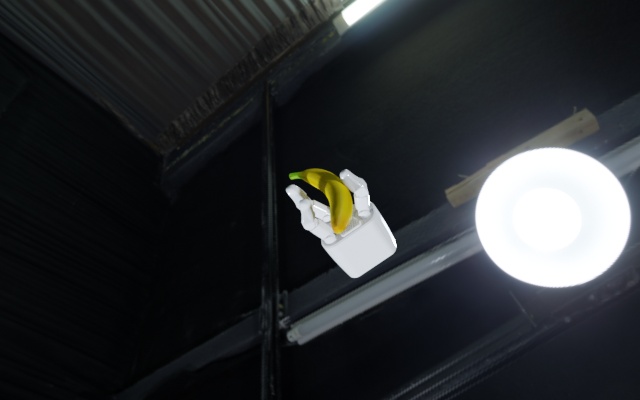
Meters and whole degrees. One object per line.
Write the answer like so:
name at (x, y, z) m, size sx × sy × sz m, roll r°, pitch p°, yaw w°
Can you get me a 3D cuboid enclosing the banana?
banana at (0.014, -0.009, 0.807) m, size 0.069 × 0.037 × 0.197 m, roll -32°, pitch 37°, yaw -7°
